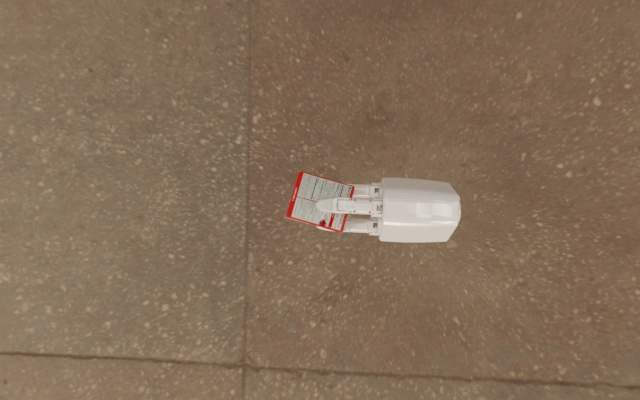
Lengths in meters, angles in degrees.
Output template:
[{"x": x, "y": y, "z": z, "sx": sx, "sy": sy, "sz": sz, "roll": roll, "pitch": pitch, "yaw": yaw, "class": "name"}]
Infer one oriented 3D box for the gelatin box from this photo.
[{"x": 0.000, "y": 0.002, "z": 0.721, "sx": 0.089, "sy": 0.073, "sz": 0.030, "roll": 16, "pitch": -2, "yaw": 1, "class": "gelatin box"}]
